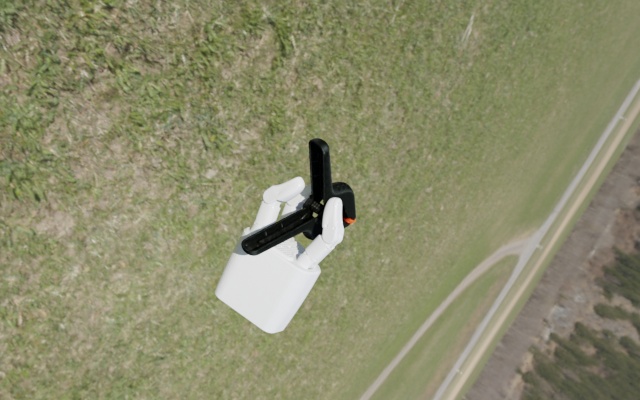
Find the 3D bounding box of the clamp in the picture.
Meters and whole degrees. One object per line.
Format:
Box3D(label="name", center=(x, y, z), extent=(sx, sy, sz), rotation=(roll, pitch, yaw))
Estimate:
Box3D(label="clamp", center=(0.001, 0.003, 0.641), extent=(0.036, 0.164, 0.210), rotation=(40, 17, 27))
